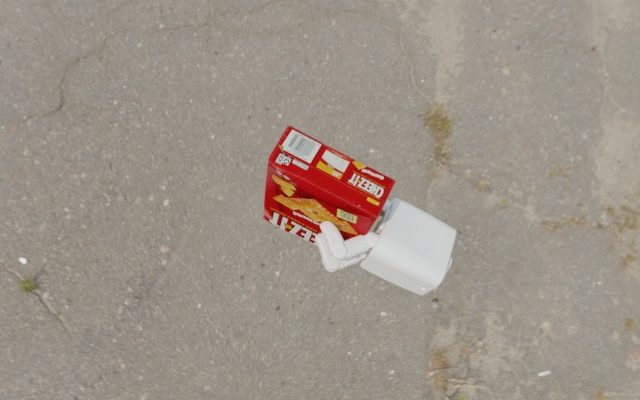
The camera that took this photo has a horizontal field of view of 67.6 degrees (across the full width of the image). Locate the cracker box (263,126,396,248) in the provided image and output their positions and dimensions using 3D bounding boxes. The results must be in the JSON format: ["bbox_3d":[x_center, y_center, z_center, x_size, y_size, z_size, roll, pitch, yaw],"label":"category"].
[{"bbox_3d":[0.000,0.002,0.714,0.164,0.072,0.214,27,-24,3],"label":"cracker box"}]
